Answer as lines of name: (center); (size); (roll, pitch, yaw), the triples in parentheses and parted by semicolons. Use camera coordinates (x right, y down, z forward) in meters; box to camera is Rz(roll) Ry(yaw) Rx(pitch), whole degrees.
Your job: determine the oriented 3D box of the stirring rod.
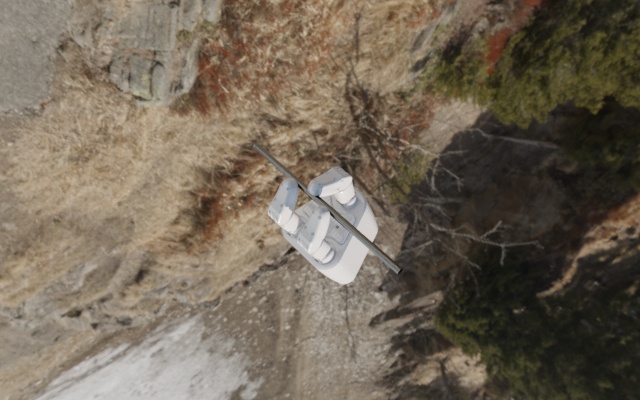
stirring rod: (0.000, 0.002, 0.538); (0.239, 0.011, 0.011); (41, 22, 27)
